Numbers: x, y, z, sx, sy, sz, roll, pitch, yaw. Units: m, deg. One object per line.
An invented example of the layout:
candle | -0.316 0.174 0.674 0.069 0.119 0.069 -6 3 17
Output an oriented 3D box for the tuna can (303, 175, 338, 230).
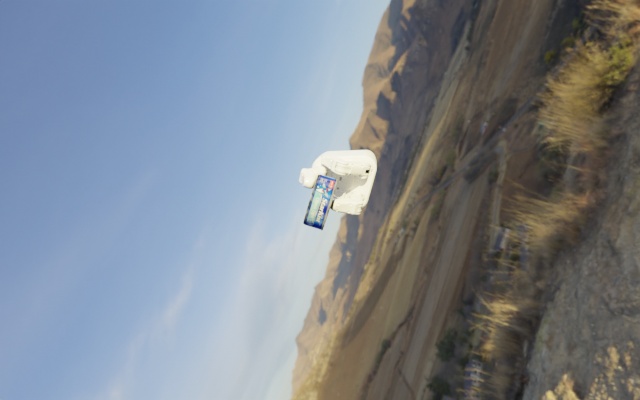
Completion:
tuna can | 0.000 0.002 0.762 0.034 0.086 0.086 17 0 0
